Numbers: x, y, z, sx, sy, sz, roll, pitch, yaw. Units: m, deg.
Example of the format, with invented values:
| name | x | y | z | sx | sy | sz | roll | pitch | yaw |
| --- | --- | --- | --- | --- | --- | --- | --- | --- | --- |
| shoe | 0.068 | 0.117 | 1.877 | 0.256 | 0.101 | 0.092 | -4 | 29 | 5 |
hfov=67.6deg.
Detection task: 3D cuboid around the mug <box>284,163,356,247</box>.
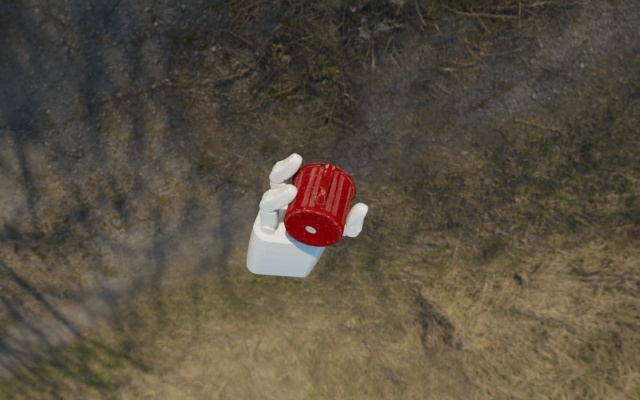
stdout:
| name | x | y | z | sx | sy | sz | roll | pitch | yaw |
| --- | --- | --- | --- | --- | --- | --- | --- | --- | --- |
| mug | 0.000 | 0.001 | 0.642 | 0.093 | 0.081 | 0.117 | 17 | -40 | -3 |
